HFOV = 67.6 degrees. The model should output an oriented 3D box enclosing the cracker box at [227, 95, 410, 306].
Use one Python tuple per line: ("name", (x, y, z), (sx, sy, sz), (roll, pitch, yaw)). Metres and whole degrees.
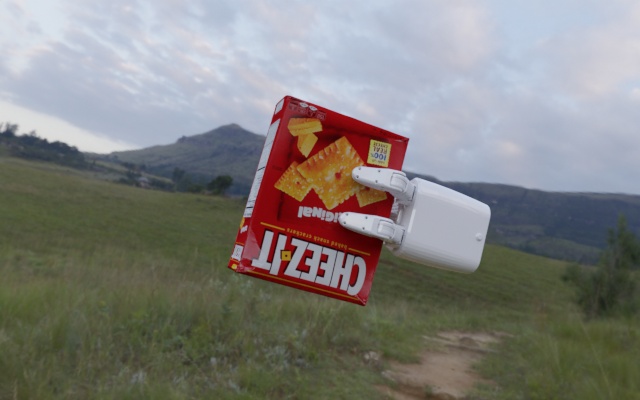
("cracker box", (0.000, 0.002, 0.577), (0.164, 0.213, 0.072), (18, -8, -16))
